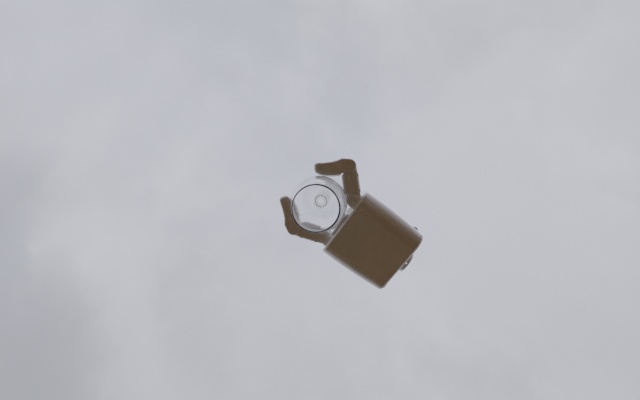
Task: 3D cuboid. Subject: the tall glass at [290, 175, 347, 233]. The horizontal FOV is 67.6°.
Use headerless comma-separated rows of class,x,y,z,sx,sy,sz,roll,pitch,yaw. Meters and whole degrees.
tall glass,0.000,0.002,0.692,0.079,0.079,0.201,0,4,4
